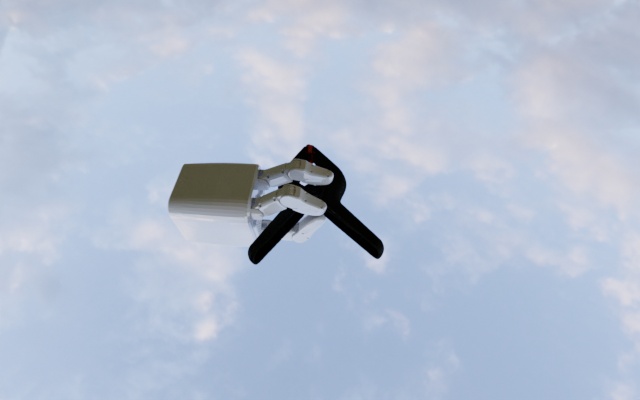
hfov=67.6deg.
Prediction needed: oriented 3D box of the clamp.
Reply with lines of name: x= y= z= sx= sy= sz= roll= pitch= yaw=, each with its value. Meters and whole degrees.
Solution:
clamp: x=0.000 y=0.002 z=0.639 sx=0.164 sy=0.209 sz=0.036 roll=3 pitch=-44 yaw=2
